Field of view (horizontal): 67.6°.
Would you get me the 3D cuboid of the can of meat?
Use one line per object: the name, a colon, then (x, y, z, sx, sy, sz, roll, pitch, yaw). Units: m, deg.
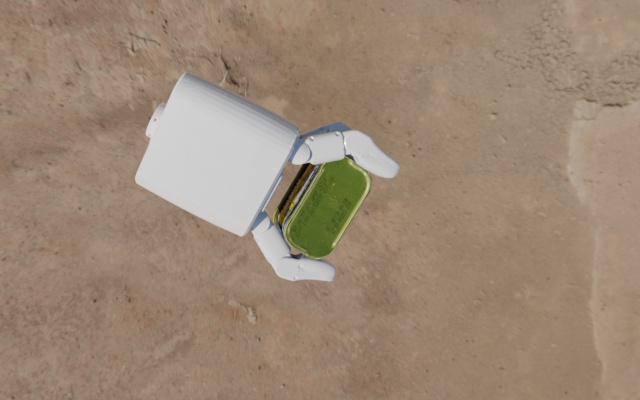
can of meat: (0.000, 0.002, 0.467, 0.057, 0.102, 0.084, 31, 1, -12)
